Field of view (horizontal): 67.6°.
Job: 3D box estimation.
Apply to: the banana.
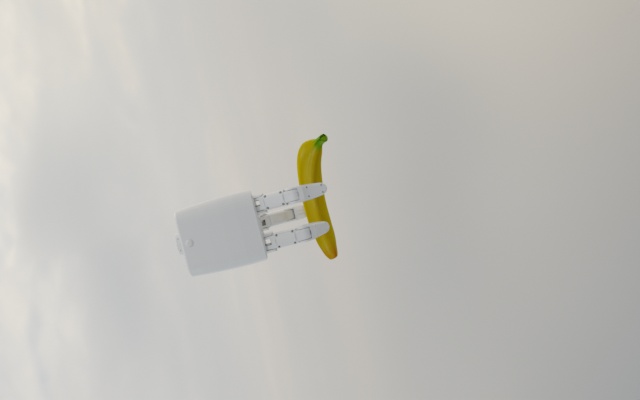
[{"bbox_3d":[-0.007,-0.008,0.705,0.037,0.198,0.069,-15,26,-15],"label":"banana"}]
